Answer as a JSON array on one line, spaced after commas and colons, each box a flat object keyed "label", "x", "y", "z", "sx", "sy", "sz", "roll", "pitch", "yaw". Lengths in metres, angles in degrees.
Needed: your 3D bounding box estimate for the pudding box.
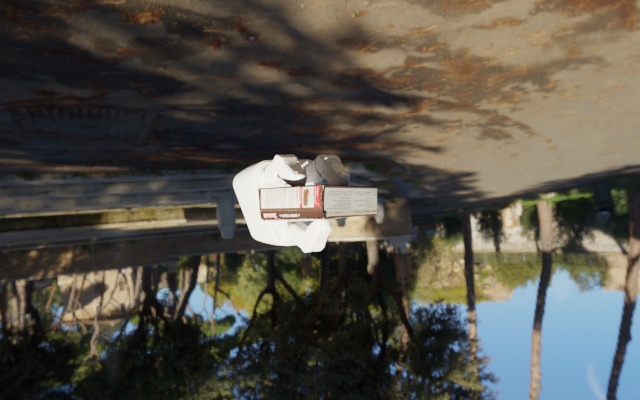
[{"label": "pudding box", "x": 0.000, "y": 0.002, "z": 0.538, "sx": 0.090, "sy": 0.039, "sz": 0.113, "roll": -3, "pitch": 1, "yaw": 36}]
